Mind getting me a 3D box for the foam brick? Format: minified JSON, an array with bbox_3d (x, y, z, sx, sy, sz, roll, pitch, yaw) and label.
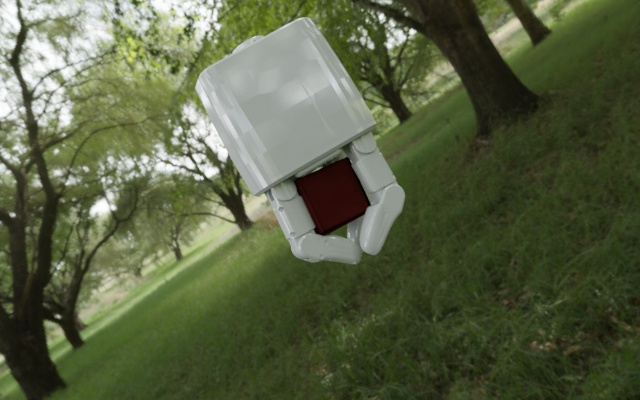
[{"bbox_3d":[0.000,0.002,0.428,0.053,0.051,0.078,-27,1,-25],"label":"foam brick"}]
